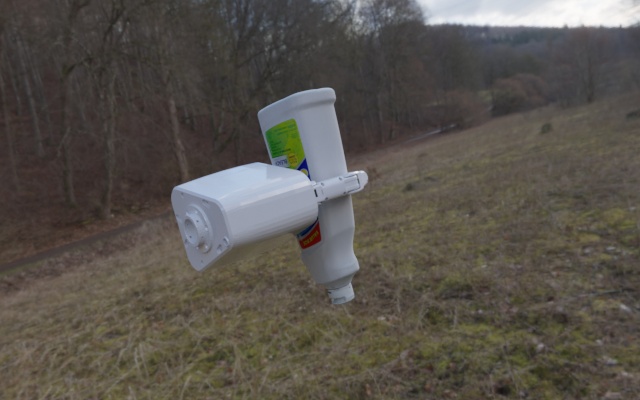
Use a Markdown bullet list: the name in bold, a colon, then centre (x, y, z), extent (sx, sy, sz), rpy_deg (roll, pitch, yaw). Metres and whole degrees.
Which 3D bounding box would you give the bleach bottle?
- **bleach bottle**: centre (0.000, 0.002, 0.574), extent (0.068, 0.251, 0.102), rpy_deg (-19, 6, -39)
